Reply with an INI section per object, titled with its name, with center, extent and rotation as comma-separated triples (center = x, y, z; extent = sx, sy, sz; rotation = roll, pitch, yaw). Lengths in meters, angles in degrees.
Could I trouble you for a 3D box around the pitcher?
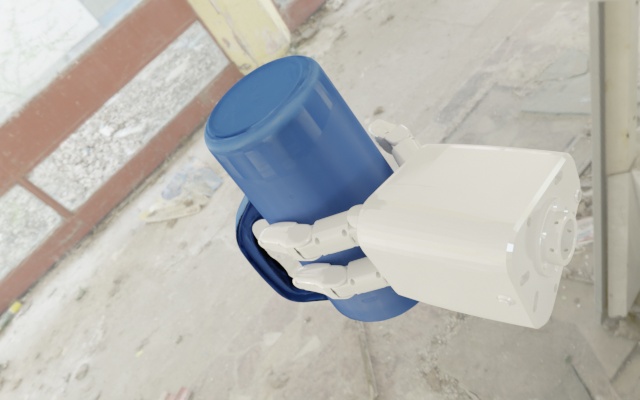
[pitcher]
center = 0.000, 0.001, 0.436
extent = 0.145, 0.149, 0.243
rotation = 11, -32, 45
